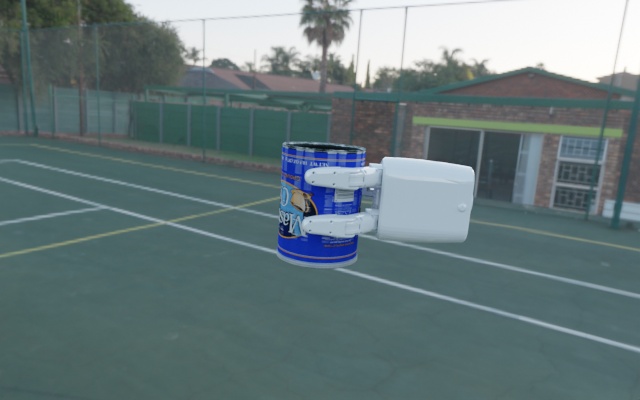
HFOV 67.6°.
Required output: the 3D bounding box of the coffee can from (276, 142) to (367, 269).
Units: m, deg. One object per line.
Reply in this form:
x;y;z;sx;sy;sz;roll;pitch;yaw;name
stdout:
0.000;0.002;0.593;0.103;0.140;0.103;4;11;-1;coffee can
